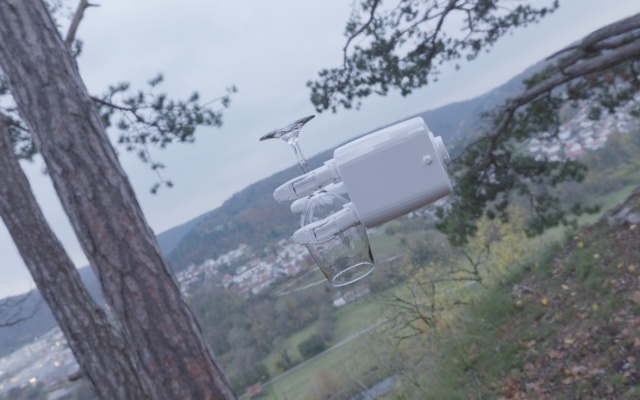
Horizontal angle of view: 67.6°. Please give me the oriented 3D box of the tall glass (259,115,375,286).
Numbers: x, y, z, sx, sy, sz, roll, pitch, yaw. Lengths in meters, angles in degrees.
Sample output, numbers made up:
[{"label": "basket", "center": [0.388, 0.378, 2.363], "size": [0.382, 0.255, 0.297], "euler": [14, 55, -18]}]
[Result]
[{"label": "tall glass", "center": [0.000, 0.001, 0.586], "size": [0.079, 0.201, 0.079], "euler": [-24, 5, 2]}]
